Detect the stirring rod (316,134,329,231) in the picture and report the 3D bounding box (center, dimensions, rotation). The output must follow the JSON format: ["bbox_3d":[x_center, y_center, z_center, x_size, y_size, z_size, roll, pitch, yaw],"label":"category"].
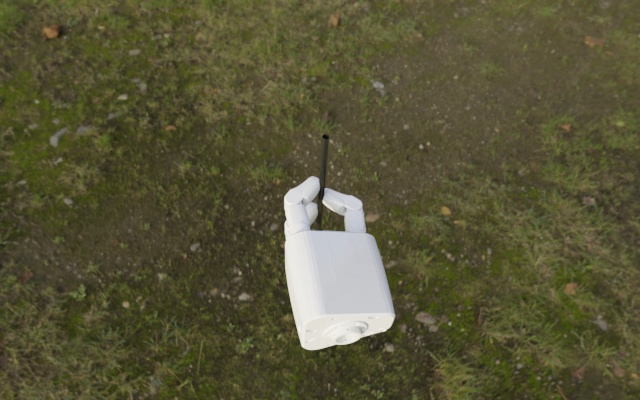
[{"bbox_3d":[0.000,0.002,0.632,0.011,0.011,0.240,0,-38,-4],"label":"stirring rod"}]
